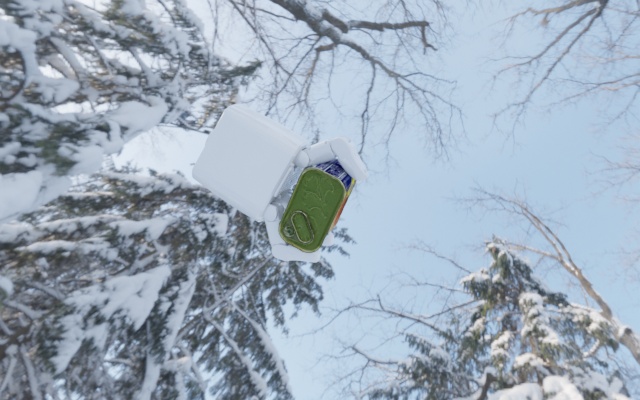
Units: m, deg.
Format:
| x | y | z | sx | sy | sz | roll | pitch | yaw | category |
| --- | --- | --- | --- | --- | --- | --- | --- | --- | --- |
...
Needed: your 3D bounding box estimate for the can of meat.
| x | y | z | sx | sy | sz | roll | pitch | yaw | category |
| --- | --- | --- | --- | --- | --- | --- | --- | --- | --- |
| 0.000 | 0.002 | 0.587 | 0.057 | 0.102 | 0.084 | 27 | 22 | 8 | can of meat |
